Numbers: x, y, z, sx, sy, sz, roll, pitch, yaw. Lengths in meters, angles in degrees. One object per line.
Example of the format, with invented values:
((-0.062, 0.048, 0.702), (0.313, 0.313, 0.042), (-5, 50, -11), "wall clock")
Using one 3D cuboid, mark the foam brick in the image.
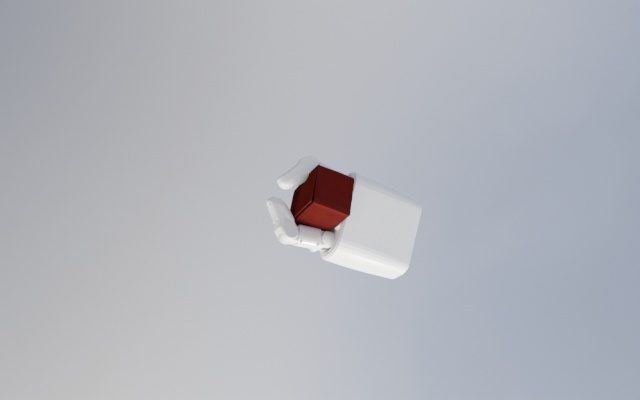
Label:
((0.000, 0.002, 0.584), (0.051, 0.053, 0.078), (20, -31, -17), "foam brick")
